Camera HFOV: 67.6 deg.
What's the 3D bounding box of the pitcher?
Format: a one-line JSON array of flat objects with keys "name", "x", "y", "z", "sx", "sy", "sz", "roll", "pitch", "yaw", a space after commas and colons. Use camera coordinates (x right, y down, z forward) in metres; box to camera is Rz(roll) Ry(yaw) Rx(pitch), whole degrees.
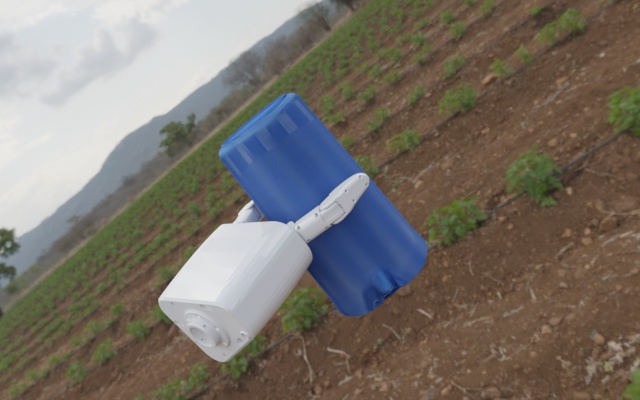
[{"name": "pitcher", "x": 0.000, "y": 0.002, "z": 0.553, "sx": 0.149, "sy": 0.243, "sz": 0.145, "roll": -22, "pitch": 23, "yaw": 46}]
